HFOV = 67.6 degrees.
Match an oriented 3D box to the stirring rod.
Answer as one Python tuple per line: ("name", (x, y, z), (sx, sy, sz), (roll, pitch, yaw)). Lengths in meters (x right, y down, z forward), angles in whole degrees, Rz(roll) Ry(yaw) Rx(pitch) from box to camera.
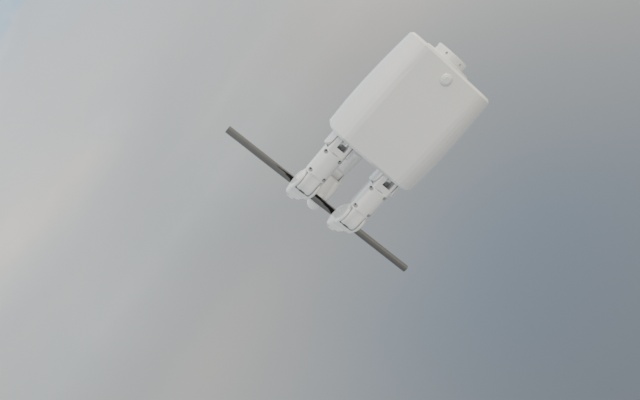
("stirring rod", (0.000, 0.002, 0.500), (0.239, 0.011, 0.011), (38, -9, -11))
